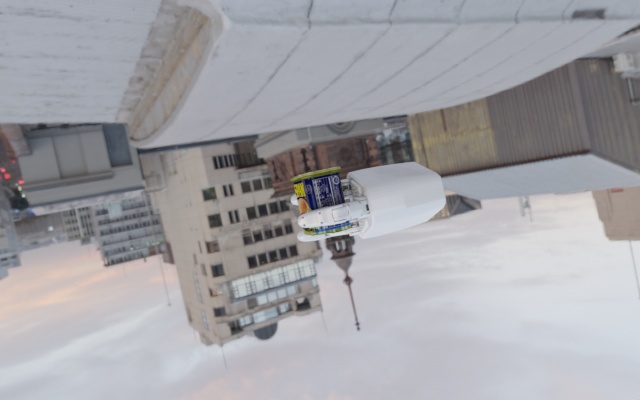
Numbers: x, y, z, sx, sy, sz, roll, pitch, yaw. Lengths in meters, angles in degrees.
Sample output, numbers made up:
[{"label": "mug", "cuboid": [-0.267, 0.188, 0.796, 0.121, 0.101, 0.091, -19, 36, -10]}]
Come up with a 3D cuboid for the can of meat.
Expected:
[{"label": "can of meat", "cuboid": [0.000, 0.002, 0.658, 0.057, 0.084, 0.102, -13, 2, -13]}]
